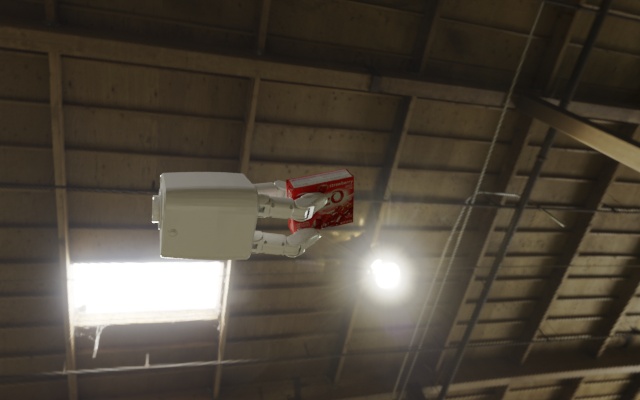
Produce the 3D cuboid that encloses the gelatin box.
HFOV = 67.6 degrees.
[{"bbox_3d":[0.000,0.002,0.641,0.089,0.073,0.030,-12,33,-17],"label":"gelatin box"}]
